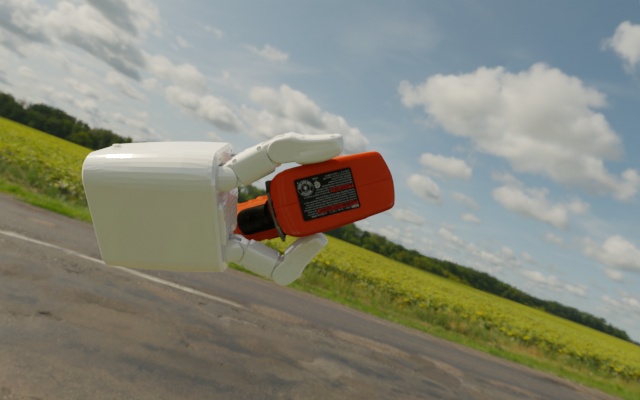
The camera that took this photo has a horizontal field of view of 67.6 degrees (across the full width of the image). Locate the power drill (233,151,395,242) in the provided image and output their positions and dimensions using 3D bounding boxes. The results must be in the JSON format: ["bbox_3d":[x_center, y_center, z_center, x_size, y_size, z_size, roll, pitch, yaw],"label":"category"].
[{"bbox_3d":[0.000,0.002,0.477,0.184,0.057,0.188,-17,-3,-19],"label":"power drill"}]
